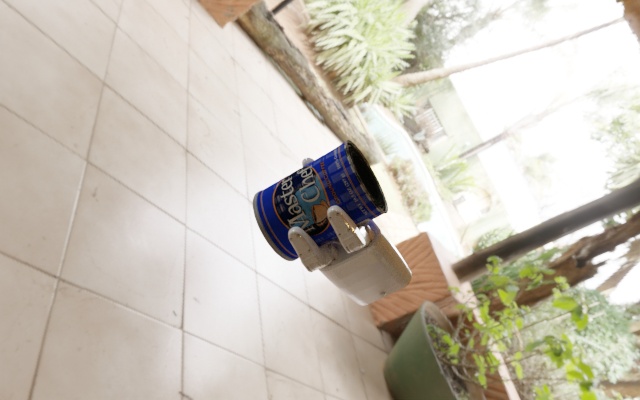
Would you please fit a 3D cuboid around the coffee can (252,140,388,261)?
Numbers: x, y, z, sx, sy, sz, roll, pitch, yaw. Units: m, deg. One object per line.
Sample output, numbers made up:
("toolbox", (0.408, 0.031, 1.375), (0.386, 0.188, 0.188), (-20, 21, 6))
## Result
("coffee can", (0.000, 0.002, 0.608), (0.140, 0.103, 0.103), (-29, -9, 17))
